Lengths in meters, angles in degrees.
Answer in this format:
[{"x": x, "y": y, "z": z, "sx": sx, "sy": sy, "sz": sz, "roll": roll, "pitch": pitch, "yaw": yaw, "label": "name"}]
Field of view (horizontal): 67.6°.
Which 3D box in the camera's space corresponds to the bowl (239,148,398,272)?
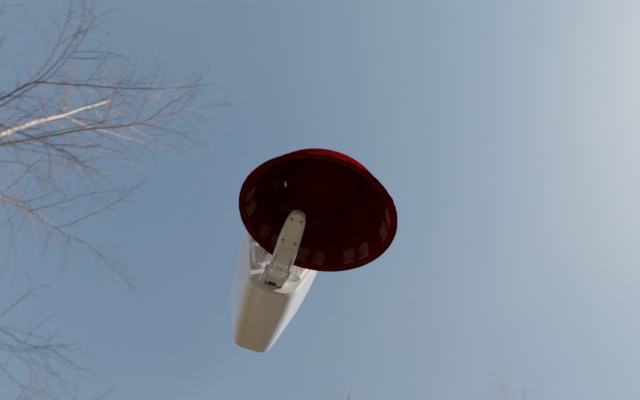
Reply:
[{"x": 0.001, "y": 0.001, "z": 0.497, "sx": 0.162, "sy": 0.162, "sz": 0.055, "roll": 0, "pitch": 41, "yaw": 13, "label": "bowl"}]
